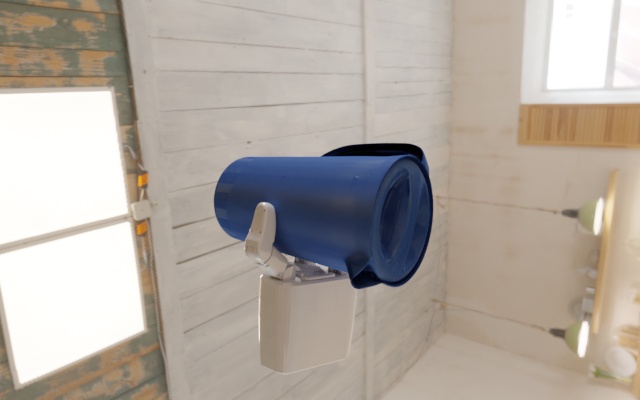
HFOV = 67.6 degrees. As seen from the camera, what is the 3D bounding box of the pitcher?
[{"bbox_3d":[0.000,0.002,0.551,0.243,0.145,0.149,8,8,37],"label":"pitcher"}]
